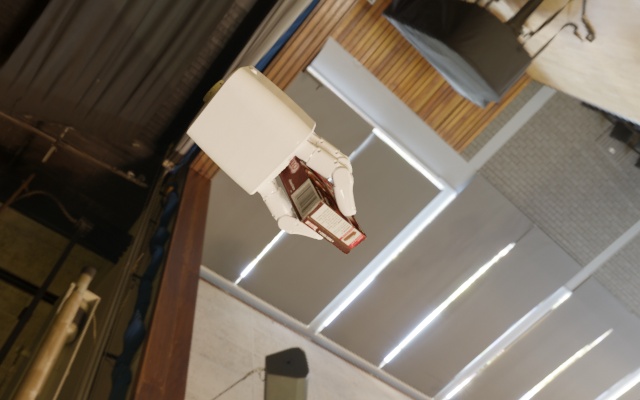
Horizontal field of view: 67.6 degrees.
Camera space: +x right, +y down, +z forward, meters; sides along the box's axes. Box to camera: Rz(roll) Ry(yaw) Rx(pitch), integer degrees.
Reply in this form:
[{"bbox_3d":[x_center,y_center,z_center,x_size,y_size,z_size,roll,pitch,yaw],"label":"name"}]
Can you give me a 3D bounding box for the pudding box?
[{"bbox_3d":[0.000,0.002,0.583,0.090,0.039,0.113,38,17,-38],"label":"pudding box"}]
